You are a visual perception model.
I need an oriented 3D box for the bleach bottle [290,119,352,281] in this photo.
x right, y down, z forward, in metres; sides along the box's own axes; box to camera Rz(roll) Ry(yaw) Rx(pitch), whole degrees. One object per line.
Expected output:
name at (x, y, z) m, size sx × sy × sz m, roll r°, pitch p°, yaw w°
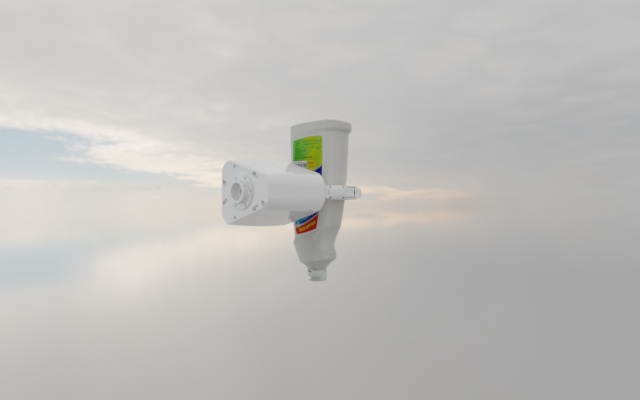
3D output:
bleach bottle at (0.000, 0.002, 0.763) m, size 0.102 × 0.251 × 0.068 m, roll -1°, pitch -1°, yaw 43°
